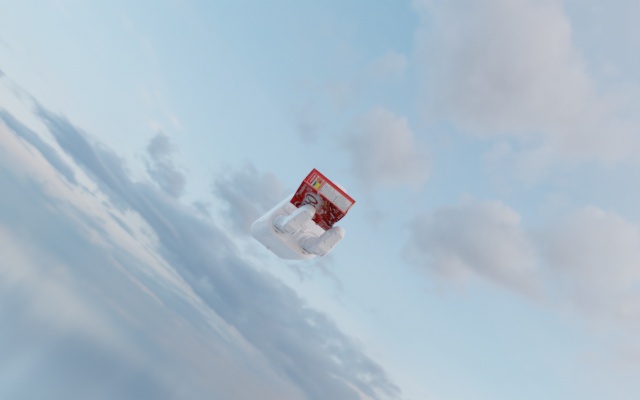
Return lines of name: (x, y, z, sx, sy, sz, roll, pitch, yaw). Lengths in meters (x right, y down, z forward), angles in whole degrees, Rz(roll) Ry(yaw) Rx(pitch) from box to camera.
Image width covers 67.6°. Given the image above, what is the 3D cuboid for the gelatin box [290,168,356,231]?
gelatin box: (0.000, 0.002, 0.666, 0.073, 0.030, 0.089, 40, -25, -1)
